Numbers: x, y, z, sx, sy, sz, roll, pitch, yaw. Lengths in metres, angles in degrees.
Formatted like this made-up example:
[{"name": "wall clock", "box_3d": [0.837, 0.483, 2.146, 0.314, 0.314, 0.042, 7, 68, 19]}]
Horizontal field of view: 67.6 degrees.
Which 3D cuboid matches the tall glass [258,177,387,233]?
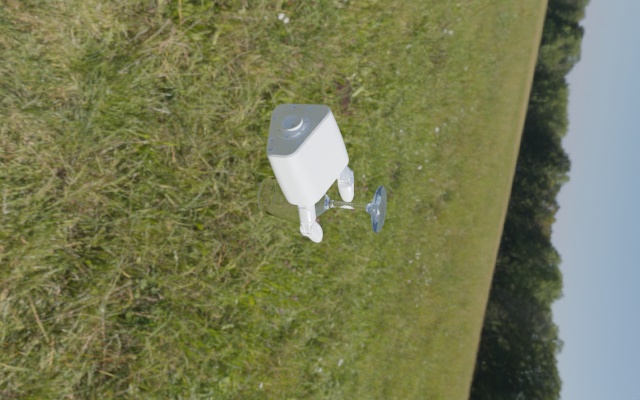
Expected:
[{"name": "tall glass", "box_3d": [0.001, 0.003, 0.772, 0.201, 0.079, 0.079, 7, 3, 23]}]
